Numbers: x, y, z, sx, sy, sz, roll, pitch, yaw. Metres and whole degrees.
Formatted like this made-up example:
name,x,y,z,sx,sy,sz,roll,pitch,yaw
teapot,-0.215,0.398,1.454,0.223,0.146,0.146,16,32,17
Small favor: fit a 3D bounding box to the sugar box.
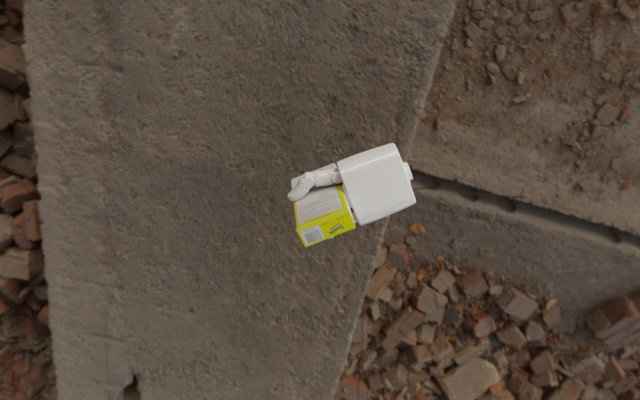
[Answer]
name,x,y,z,sx,sy,sz,roll,pitch,yaw
sugar box,0.000,0.003,0.842,0.093,0.048,0.176,-21,28,6
